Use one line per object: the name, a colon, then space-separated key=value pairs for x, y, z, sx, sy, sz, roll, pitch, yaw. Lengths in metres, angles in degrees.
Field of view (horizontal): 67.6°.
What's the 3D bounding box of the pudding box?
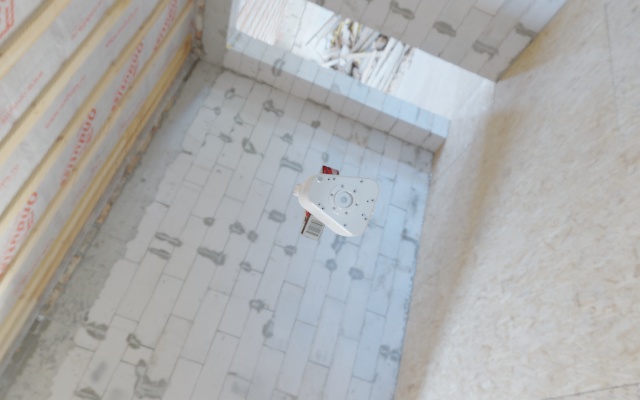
pudding box: x=0.000 y=0.003 z=0.880 sx=0.039 sy=0.113 sz=0.090 roll=21 pitch=24 yaw=-8
